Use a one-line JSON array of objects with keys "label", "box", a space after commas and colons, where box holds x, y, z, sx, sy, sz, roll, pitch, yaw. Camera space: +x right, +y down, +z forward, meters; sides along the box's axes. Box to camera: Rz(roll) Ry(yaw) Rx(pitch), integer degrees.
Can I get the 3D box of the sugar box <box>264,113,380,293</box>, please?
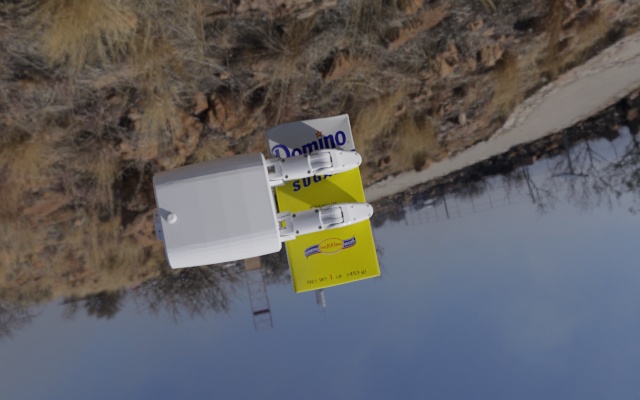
[{"label": "sugar box", "box": [0.000, 0.002, 0.512, 0.093, 0.176, 0.048, -11, -2, -7]}]
